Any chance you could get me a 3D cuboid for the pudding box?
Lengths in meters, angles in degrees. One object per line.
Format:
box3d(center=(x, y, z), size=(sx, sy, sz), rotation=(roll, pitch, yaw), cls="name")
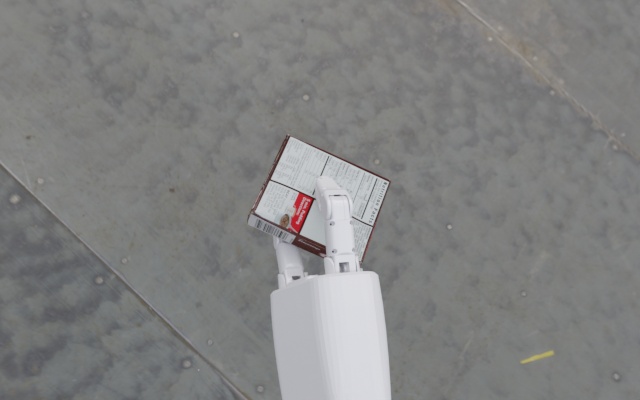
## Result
box3d(center=(0.000, 0.001, 0.453), size=(0.113, 0.090, 0.039), rotation=(25, -21, -6), cls="pudding box")
